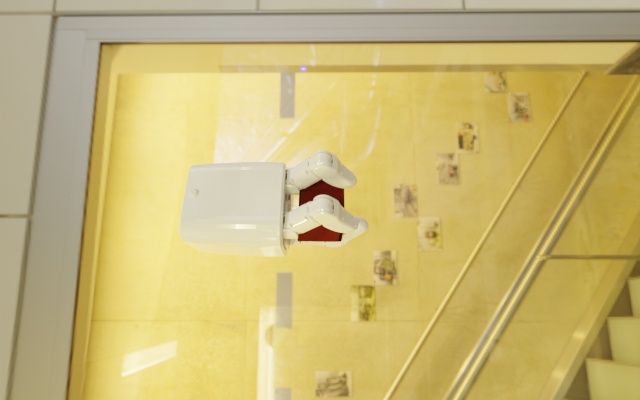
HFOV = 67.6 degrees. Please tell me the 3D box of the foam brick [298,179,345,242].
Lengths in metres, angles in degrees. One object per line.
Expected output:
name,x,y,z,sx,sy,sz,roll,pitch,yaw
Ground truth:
foam brick,0.000,0.002,0.547,0.051,0.078,0.053,1,-32,-1
